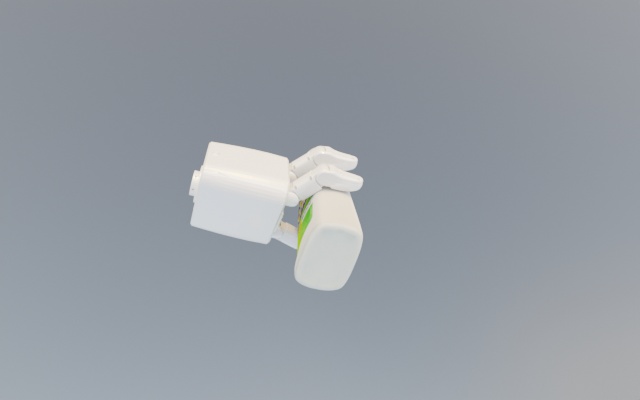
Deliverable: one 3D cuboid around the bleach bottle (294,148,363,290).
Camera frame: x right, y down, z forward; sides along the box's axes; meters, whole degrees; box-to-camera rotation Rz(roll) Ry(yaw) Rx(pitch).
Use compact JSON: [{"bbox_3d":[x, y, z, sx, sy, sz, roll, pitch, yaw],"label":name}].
[{"bbox_3d":[0.000,0.002,0.657,0.068,0.103,0.250,13,29,-13],"label":"bleach bottle"}]
